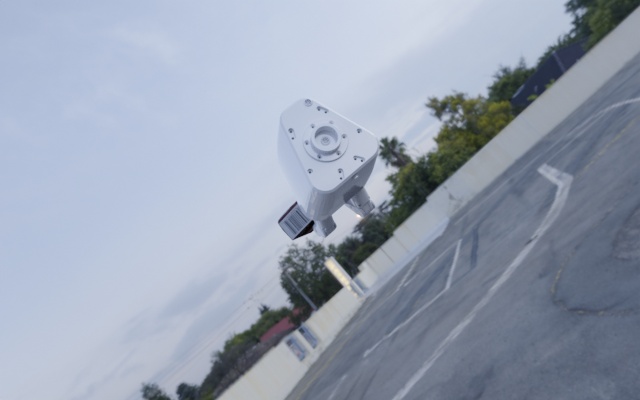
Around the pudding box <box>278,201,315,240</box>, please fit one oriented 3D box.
[{"bbox_3d":[0.000,0.002,0.682,0.113,0.039,0.090,-44,-9,14],"label":"pudding box"}]
